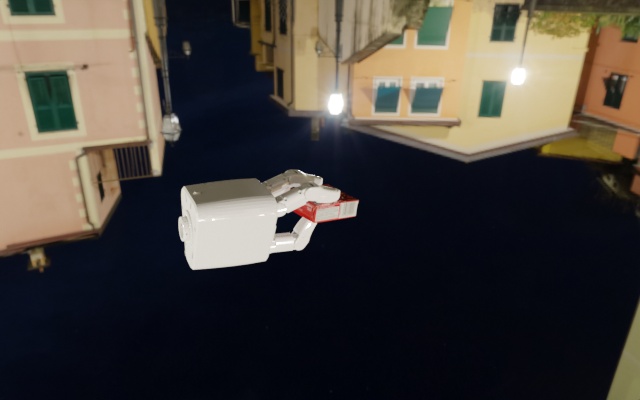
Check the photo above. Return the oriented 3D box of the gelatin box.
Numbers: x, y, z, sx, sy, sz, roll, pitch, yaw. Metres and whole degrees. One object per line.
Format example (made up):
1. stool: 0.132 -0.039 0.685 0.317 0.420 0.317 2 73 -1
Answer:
1. gelatin box: 0.000 0.003 0.713 0.089 0.030 0.073 -7 25 -41
